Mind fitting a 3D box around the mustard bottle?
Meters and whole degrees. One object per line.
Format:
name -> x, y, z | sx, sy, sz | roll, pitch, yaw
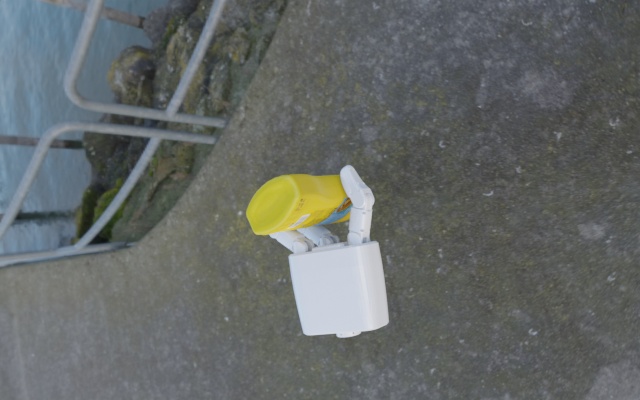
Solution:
mustard bottle -> 0.000, 0.002, 0.639 | 0.191, 0.058, 0.096 | -4, -29, -50
